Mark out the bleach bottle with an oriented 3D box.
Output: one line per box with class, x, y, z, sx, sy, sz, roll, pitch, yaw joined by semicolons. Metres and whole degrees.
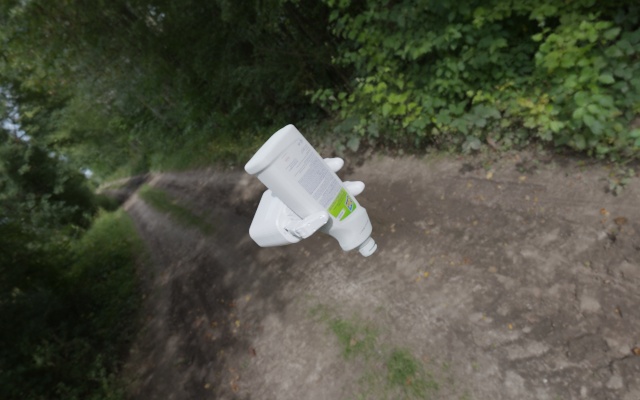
bleach bottle;0.000;0.002;0.771;0.068;0.251;0.102;-17;30;53
